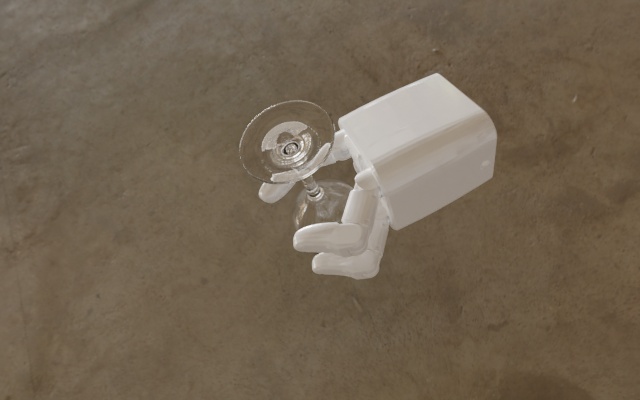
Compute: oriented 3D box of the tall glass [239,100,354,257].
[{"bbox_3d":[0.000,0.001,0.436,0.079,0.079,0.201,0,-28,16],"label":"tall glass"}]
